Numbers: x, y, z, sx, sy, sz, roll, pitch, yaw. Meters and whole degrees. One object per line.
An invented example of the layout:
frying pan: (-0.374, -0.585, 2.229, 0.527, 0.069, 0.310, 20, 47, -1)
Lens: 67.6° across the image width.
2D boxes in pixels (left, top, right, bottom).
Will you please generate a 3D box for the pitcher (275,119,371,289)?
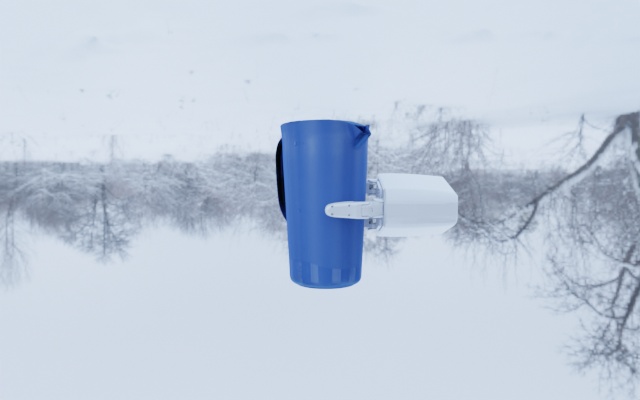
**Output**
pitcher: (0.000, 0.002, 0.721, 0.145, 0.243, 0.149, 0, 2, -1)
